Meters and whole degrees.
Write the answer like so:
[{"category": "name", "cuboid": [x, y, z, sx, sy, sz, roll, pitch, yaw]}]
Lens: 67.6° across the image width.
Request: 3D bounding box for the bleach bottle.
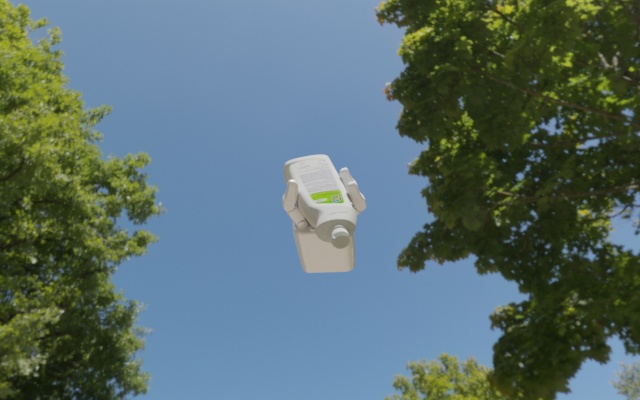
[{"category": "bleach bottle", "cuboid": [0.000, 0.003, 0.868, 0.102, 0.068, 0.250, -13, 34, -6]}]
